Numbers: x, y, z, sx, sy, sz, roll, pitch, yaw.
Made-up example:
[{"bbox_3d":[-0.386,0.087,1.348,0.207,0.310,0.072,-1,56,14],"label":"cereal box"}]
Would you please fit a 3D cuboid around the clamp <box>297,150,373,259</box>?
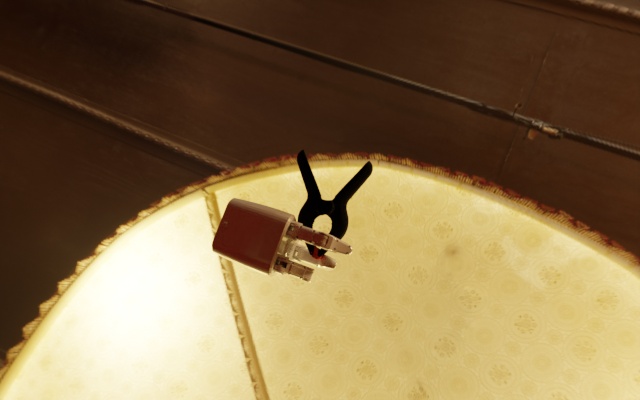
[{"bbox_3d":[0.000,0.003,0.744,0.120,0.171,0.039,18,-9,15],"label":"clamp"}]
